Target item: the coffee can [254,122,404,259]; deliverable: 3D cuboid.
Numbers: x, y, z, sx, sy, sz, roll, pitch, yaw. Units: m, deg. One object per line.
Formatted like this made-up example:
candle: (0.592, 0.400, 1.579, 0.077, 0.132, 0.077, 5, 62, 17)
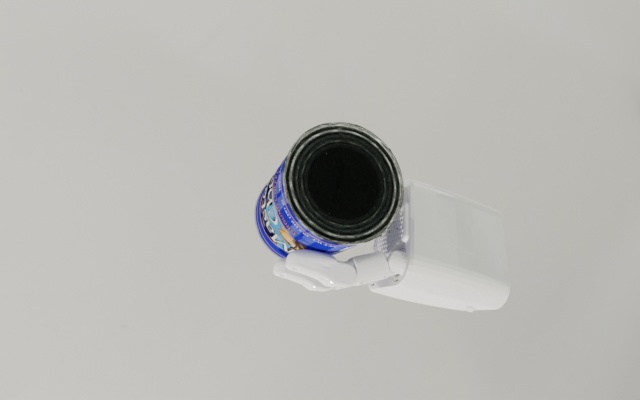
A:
coffee can: (0.000, 0.001, 0.444, 0.103, 0.102, 0.140, 0, -14, -17)
